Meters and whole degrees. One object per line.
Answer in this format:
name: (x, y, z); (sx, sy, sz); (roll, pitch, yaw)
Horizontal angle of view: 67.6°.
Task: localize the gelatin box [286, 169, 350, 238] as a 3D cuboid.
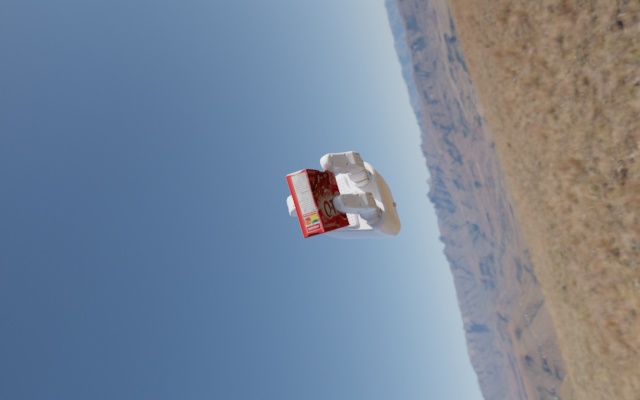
gelatin box: (0.000, 0.002, 0.559); (0.030, 0.073, 0.089); (-18, -5, 22)
